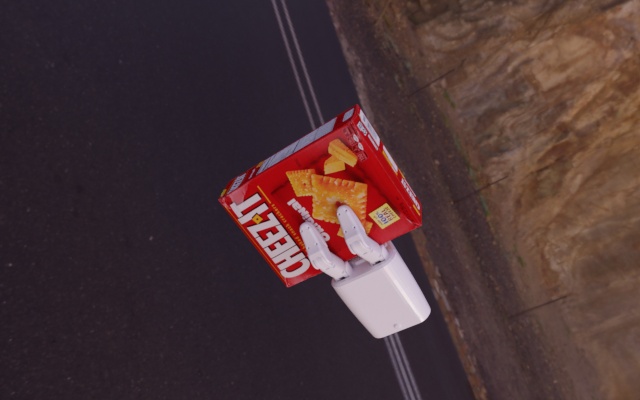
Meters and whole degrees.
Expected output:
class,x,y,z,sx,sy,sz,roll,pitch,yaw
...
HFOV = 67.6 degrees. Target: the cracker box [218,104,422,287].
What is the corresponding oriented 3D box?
class,x,y,z,sx,sy,sz,roll,pitch,yaw
cracker box,0.000,0.002,0.630,0.214,0.164,0.072,-28,19,21
